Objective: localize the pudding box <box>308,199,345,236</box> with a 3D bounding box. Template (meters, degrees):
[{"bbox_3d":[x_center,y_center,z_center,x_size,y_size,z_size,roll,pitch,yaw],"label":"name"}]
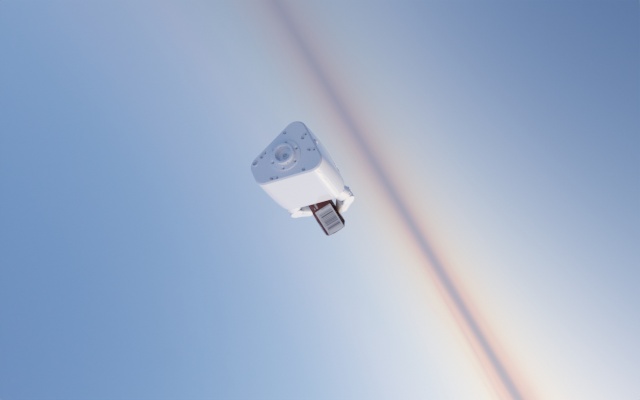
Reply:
[{"bbox_3d":[0.000,0.003,0.839,0.039,0.113,0.090,-30,1,5],"label":"pudding box"}]
